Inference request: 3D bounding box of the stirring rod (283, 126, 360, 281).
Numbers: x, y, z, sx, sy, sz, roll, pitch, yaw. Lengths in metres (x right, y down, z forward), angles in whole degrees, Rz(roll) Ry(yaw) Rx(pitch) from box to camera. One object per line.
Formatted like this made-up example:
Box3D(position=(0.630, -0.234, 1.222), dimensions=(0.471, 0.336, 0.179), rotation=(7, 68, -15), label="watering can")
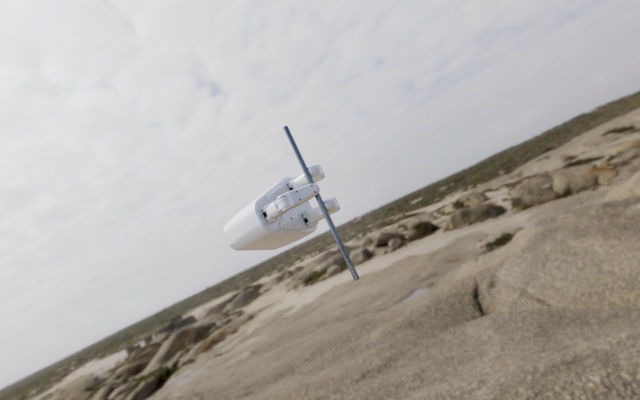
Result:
Box3D(position=(0.000, 0.002, 0.676), dimensions=(0.011, 0.239, 0.011), rotation=(-25, -6, -3), label="stirring rod")
